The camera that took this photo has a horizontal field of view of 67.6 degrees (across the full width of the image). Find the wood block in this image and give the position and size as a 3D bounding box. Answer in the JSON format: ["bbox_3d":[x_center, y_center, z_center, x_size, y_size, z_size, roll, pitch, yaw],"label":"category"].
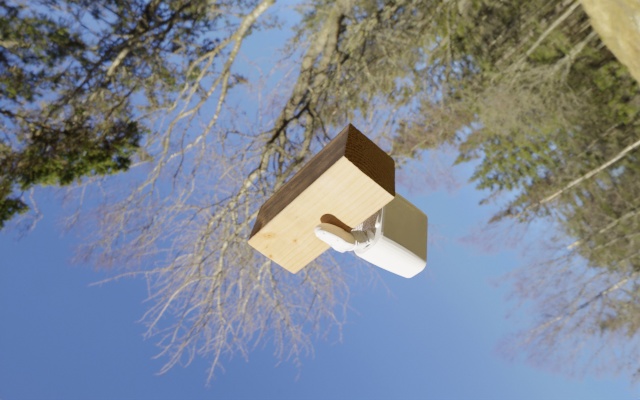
[{"bbox_3d":[0.000,0.003,0.675,0.090,0.090,0.206,37,-57,-19],"label":"wood block"}]
